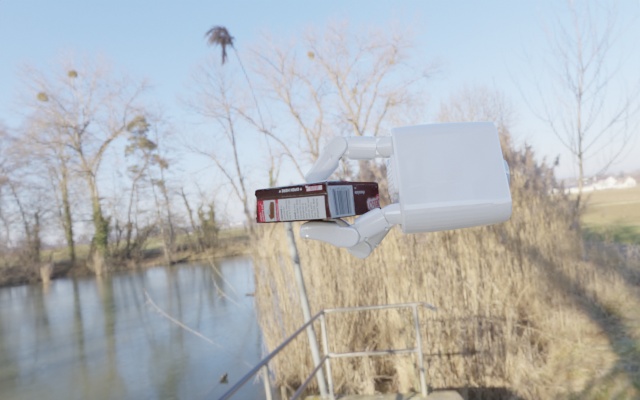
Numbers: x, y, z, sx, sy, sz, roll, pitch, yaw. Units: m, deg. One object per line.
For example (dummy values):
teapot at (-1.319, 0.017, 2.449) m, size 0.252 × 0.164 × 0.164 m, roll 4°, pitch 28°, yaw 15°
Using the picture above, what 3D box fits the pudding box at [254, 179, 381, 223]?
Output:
pudding box at (0.000, 0.001, 0.504) m, size 0.090 × 0.039 × 0.113 m, roll -6°, pitch -3°, yaw 32°
